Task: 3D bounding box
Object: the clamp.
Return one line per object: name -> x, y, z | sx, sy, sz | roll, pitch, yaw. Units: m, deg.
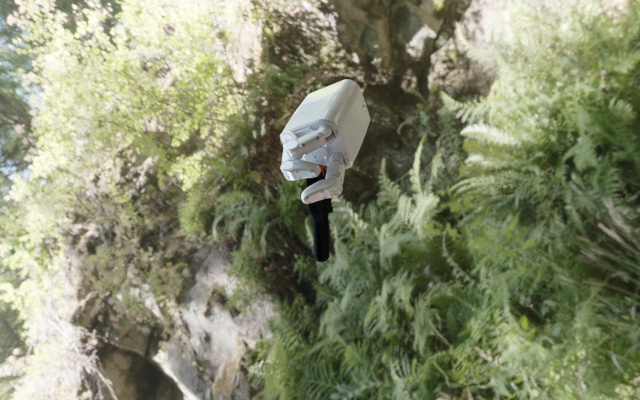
clamp -> -0.001, 0.003, 0.776 | 0.039, 0.172, 0.120 | -2, 39, 1
